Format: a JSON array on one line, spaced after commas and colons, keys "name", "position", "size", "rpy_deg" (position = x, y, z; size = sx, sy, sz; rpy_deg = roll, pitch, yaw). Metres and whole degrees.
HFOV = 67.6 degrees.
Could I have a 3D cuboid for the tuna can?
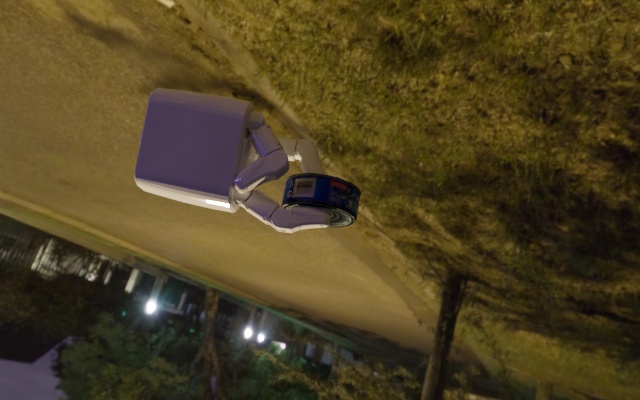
[{"name": "tuna can", "position": [0.000, 0.002, 0.528], "size": [0.086, 0.033, 0.086], "rpy_deg": [9, -19, 3]}]
